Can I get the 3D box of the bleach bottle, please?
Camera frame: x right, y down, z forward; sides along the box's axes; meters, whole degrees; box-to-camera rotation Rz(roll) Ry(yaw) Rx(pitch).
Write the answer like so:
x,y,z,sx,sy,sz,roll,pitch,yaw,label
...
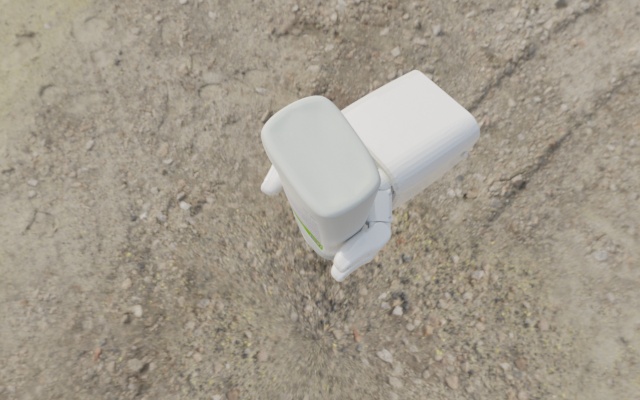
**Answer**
x,y,z,sx,sy,sz,roll,pitch,yaw,label
0.000,0.002,0.478,0.068,0.102,0.251,-32,-14,-10,bleach bottle
